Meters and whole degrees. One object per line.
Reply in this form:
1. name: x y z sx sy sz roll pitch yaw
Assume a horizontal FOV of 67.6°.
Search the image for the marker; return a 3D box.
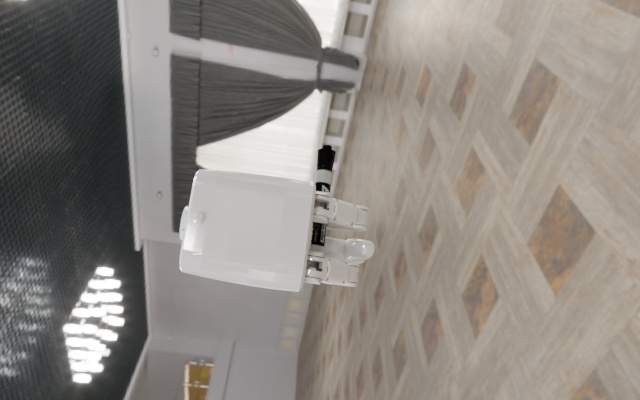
1. marker: 0.000 0.002 0.483 0.020 0.121 0.020 7 -13 2
